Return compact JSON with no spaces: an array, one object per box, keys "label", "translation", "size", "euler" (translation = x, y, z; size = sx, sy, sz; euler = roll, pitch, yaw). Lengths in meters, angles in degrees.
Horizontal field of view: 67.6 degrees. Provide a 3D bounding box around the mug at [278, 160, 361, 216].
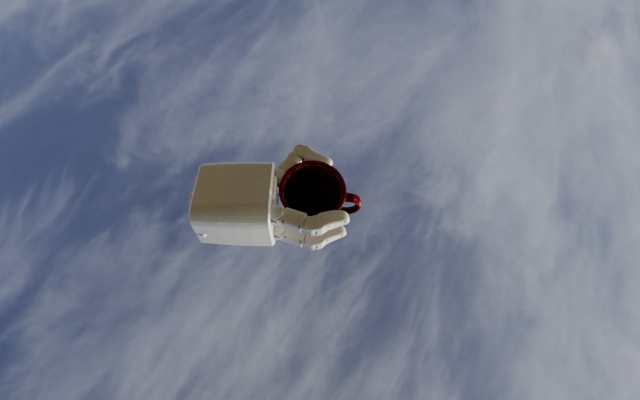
[{"label":"mug","translation":[0.002,0.002,0.689],"size":[0.117,0.093,0.081],"euler":[2,-24,-1]}]
